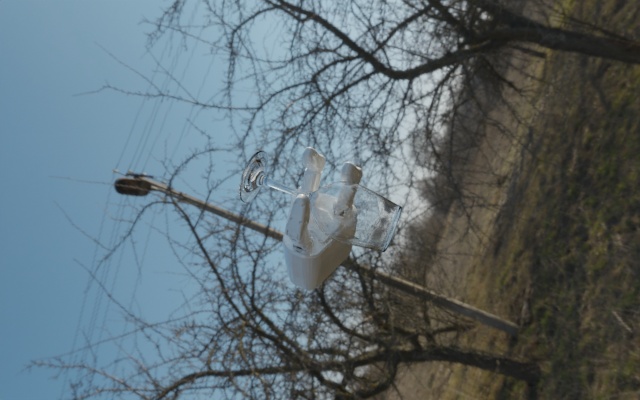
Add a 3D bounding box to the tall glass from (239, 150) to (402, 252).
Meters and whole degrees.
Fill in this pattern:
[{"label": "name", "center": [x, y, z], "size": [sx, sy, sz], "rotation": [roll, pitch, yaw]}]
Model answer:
[{"label": "tall glass", "center": [-0.001, 0.002, 0.617], "size": [0.201, 0.079, 0.079], "rotation": [21, 5, 14]}]
